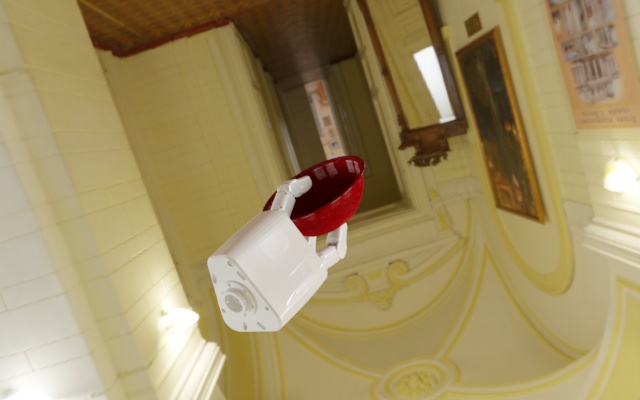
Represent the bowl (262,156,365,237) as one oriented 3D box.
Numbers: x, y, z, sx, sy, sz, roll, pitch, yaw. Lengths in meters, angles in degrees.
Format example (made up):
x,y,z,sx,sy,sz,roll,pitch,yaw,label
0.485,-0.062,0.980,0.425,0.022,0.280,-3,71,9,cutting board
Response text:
x,y,z,sx,sy,sz,roll,pitch,yaw,label
0.001,0.002,0.679,0.162,0.055,0.162,-25,24,12,bowl
